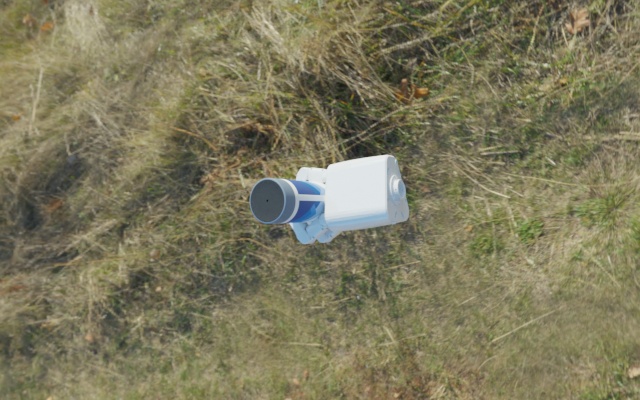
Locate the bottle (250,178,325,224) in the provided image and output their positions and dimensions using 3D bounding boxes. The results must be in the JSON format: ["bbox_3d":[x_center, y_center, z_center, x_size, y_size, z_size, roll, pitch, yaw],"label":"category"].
[{"bbox_3d":[0.000,0.003,0.811,0.069,0.069,0.296,0,-1,32],"label":"bottle"}]
